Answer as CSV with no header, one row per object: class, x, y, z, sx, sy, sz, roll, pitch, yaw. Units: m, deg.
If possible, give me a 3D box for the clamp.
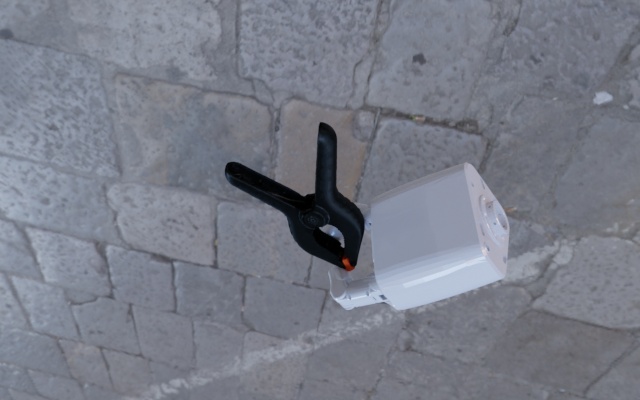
clamp,0.000,0.002,0.477,0.120,0.039,0.171,-25,-57,34
